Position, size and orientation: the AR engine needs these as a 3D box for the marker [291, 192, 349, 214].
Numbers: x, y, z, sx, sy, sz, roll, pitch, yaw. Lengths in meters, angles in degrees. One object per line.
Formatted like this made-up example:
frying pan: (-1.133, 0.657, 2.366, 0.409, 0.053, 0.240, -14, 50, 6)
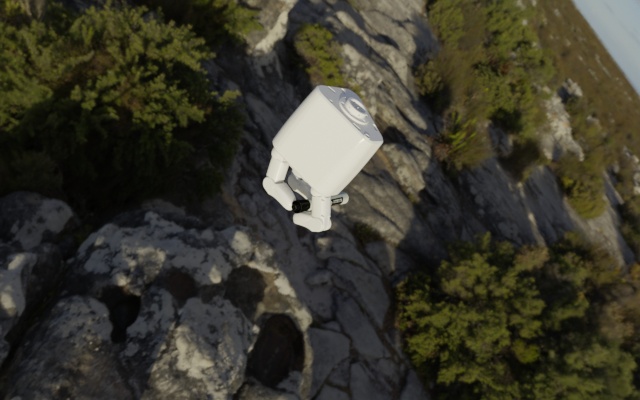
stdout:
marker: (0.000, 0.002, 0.700, 0.020, 0.020, 0.121, 0, 7, 38)
